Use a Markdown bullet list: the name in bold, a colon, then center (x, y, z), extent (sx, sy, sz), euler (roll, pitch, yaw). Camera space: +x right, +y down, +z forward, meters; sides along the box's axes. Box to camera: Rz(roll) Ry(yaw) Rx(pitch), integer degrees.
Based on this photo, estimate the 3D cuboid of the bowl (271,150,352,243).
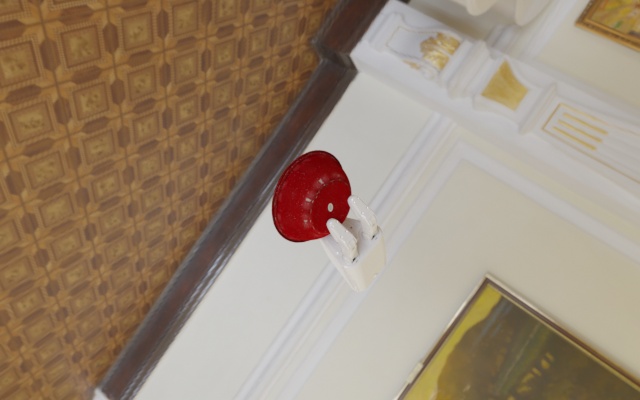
- **bowl**: center (0.000, 0.002, 0.774), extent (0.162, 0.162, 0.055), euler (0, 18, -45)
